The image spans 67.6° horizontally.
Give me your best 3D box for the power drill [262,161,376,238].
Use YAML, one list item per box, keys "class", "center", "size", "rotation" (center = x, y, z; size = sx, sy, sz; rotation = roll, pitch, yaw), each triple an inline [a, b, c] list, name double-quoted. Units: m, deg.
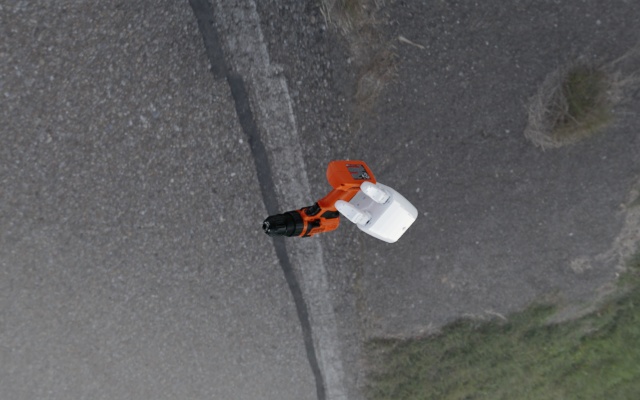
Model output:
- class: "power drill"
  center: [0.001, 0.003, 0.890]
  size: [0.184, 0.057, 0.188]
  rotation: [-6, -30, -46]
